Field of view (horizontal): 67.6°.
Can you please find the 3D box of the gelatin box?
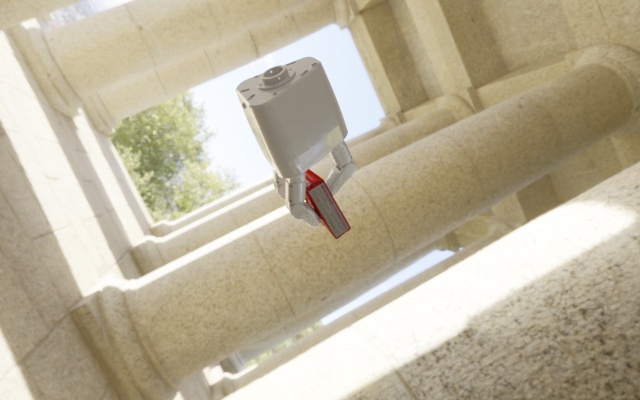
[{"bbox_3d":[0.001,0.002,0.670,0.030,0.089,0.073,-34,26,-6],"label":"gelatin box"}]
